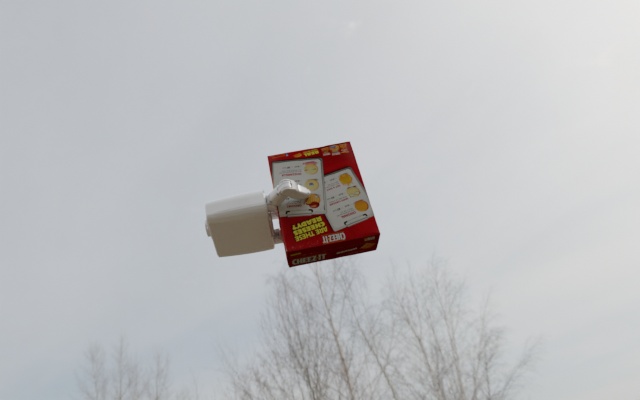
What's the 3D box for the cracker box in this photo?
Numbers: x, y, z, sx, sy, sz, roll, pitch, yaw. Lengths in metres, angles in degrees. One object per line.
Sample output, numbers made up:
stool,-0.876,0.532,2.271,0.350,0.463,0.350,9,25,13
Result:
cracker box,0.000,0.003,0.875,0.164,0.213,0.072,-11,-33,-6
